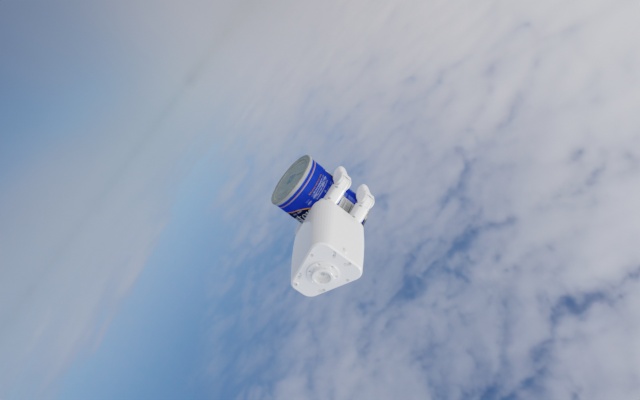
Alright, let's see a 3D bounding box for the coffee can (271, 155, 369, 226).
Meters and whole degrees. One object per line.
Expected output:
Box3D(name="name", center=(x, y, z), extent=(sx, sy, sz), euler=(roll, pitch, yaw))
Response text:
Box3D(name="coffee can", center=(0.000, 0.003, 0.834), extent=(0.140, 0.102, 0.103), euler=(37, -15, -20))
